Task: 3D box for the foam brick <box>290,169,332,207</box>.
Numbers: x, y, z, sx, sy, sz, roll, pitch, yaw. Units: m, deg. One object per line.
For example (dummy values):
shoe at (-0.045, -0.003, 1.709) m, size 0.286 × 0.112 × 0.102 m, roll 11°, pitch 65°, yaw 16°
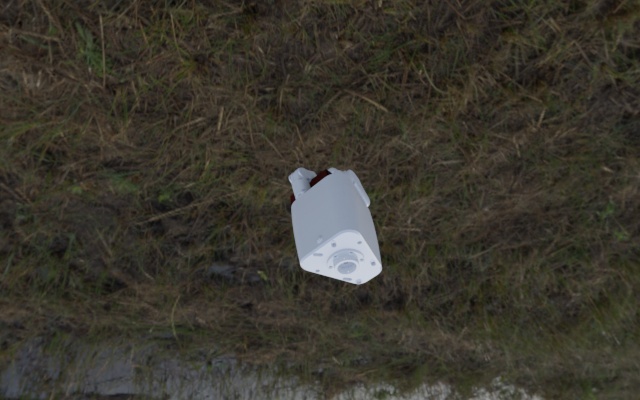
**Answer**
foam brick at (0.000, 0.002, 0.713) m, size 0.078 × 0.051 × 0.053 m, roll -37°, pitch -52°, yaw 24°
